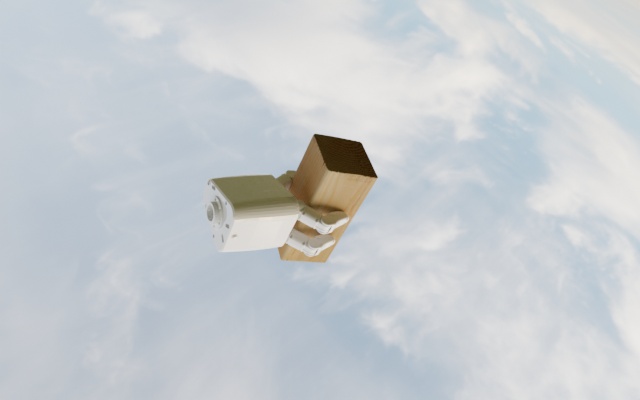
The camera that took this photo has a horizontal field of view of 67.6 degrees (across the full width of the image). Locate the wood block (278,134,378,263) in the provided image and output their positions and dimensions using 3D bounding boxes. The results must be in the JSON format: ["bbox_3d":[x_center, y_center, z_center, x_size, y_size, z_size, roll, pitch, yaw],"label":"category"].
[{"bbox_3d":[0.000,0.002,0.790,0.090,0.090,0.206,6,-47,-26],"label":"wood block"}]
